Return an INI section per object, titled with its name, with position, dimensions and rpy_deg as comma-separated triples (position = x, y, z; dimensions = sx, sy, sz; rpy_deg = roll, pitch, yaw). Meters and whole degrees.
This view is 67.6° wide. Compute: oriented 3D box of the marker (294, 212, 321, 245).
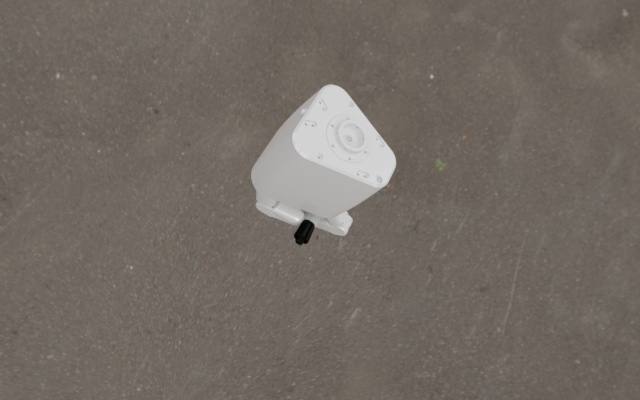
[marker]
position = 0.000, 0.002, 0.572
dimensions = 0.020, 0.121, 0.020
rpy_deg = 21, -30, 13
